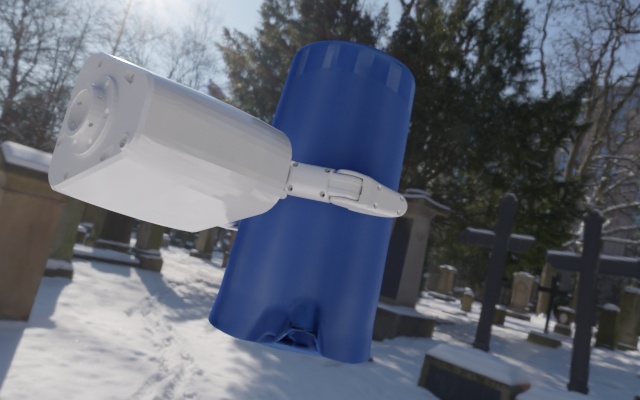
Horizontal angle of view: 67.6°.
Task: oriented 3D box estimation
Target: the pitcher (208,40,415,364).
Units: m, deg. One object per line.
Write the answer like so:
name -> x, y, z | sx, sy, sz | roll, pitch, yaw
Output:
pitcher -> 0.000, 0.001, 0.410 | 0.149, 0.243, 0.145 | 9, -9, 41
